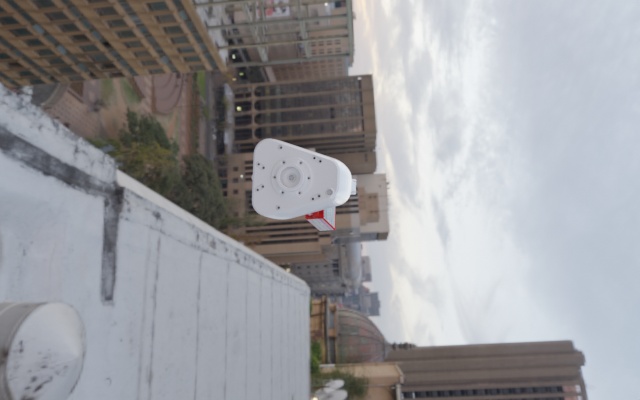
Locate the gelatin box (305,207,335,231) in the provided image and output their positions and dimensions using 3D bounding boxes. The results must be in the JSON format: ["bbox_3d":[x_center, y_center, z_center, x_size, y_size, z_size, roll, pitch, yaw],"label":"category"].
[{"bbox_3d":[0.001,0.002,0.732,0.030,0.073,0.089,-4,-15,14],"label":"gelatin box"}]
